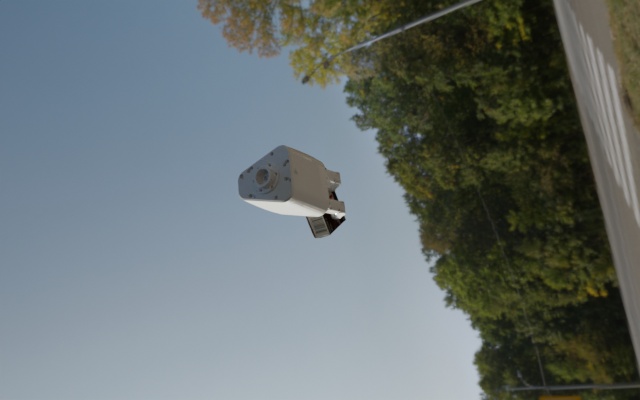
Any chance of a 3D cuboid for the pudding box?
[{"bbox_3d":[0.000,0.003,0.886,0.039,0.113,0.090,-15,10,26],"label":"pudding box"}]
